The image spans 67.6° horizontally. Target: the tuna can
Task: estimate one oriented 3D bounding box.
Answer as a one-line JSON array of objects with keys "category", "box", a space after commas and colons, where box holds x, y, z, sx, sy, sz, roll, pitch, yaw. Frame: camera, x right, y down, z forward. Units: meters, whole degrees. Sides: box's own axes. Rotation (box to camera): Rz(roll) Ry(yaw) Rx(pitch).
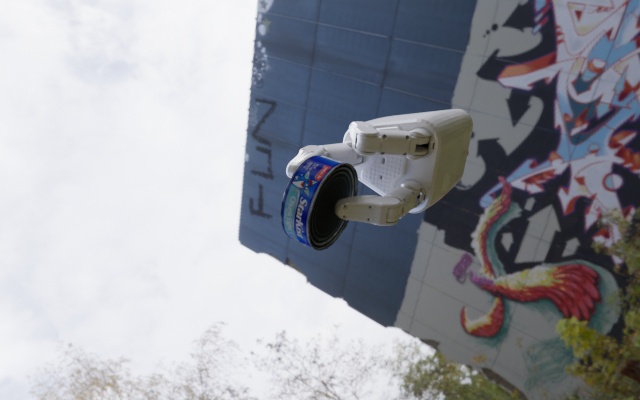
[{"category": "tuna can", "box": [0.000, 0.001, 0.450, 0.033, 0.086, 0.086, 21, 10, 27]}]
